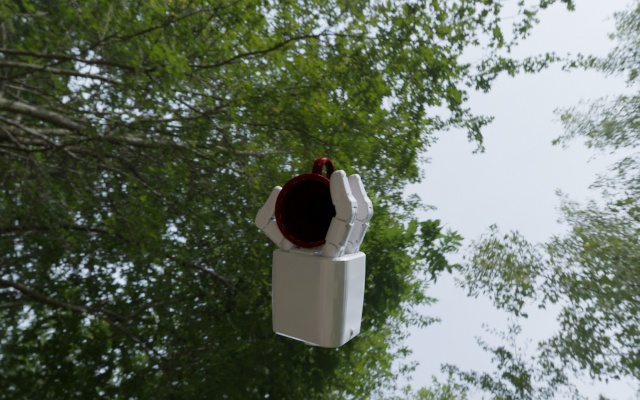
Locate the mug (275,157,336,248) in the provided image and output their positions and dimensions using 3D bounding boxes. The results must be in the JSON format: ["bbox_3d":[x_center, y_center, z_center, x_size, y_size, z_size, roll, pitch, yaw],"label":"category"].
[{"bbox_3d":[0.000,0.001,0.628,0.093,0.117,0.081,4,0,22],"label":"mug"}]
